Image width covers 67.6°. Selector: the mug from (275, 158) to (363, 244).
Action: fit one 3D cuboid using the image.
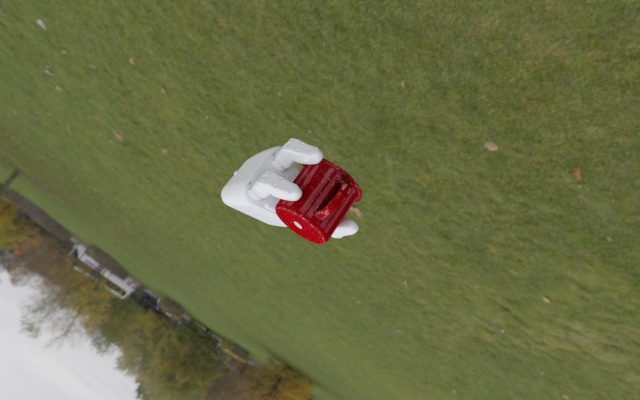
[{"bbox_3d":[0.001,0.002,0.611,0.093,0.081,0.117,42,-21,-19],"label":"mug"}]
